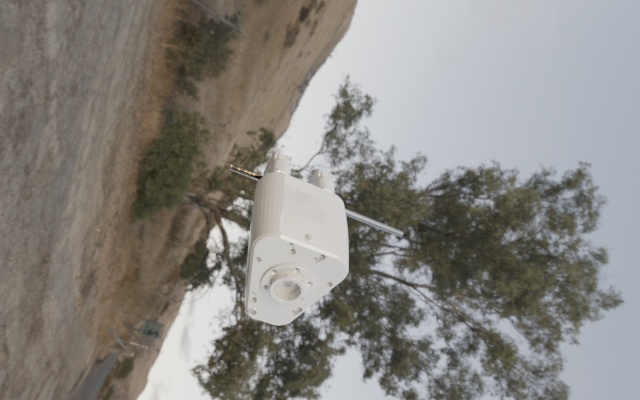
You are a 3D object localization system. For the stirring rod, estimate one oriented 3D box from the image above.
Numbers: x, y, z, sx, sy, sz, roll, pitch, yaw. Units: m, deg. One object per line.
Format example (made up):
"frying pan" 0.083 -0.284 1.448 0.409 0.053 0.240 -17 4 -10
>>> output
"stirring rod" 0.000 0.002 0.603 0.239 0.011 0.011 22 -6 -15
